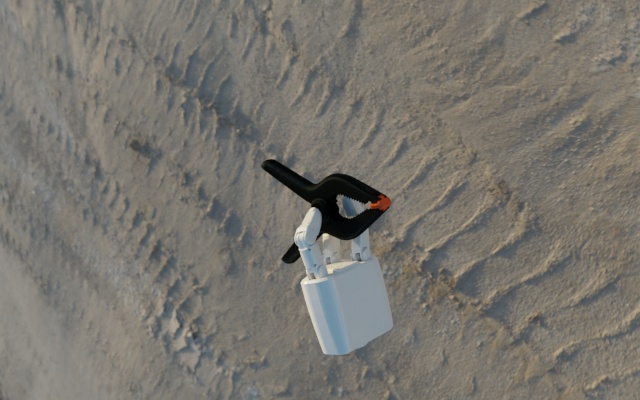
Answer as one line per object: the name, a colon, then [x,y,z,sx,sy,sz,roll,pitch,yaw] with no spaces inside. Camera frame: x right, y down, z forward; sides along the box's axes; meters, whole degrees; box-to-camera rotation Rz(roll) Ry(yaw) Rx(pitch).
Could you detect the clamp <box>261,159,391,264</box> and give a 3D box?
clamp: [0.000,0.003,0.681,0.210,0.164,0.036,-14,6,39]
